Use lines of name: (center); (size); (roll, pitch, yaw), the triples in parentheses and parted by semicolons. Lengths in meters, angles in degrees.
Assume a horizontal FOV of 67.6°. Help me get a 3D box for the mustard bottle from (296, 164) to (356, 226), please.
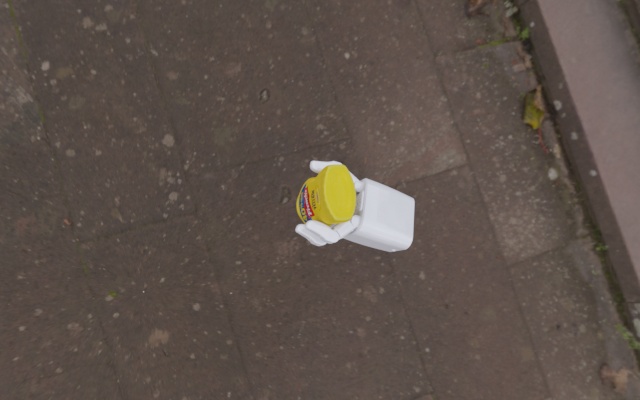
mustard bottle: (0.000, 0.003, 0.855); (0.058, 0.096, 0.192); (-5, -8, -21)
